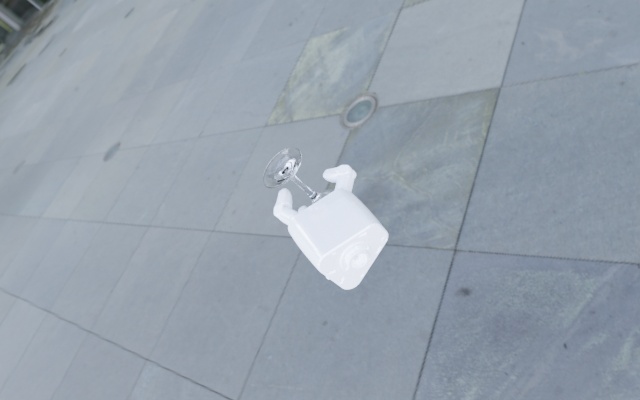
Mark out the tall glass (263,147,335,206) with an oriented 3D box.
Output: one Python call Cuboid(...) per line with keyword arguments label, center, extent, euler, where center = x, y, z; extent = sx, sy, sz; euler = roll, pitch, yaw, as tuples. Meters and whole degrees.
Cuboid(label="tall glass", center=(0.000, 0.002, 0.779), extent=(0.079, 0.079, 0.201), euler=(0, -32, 43))
